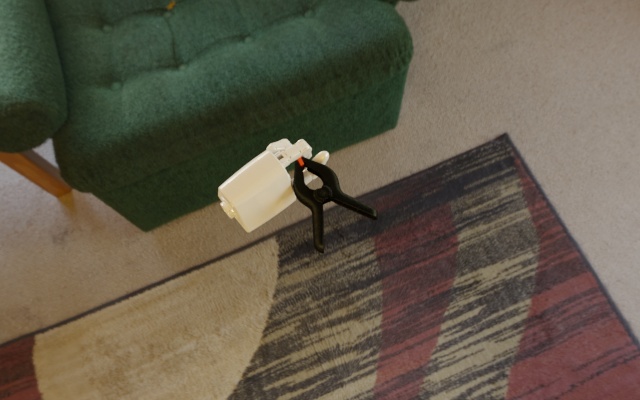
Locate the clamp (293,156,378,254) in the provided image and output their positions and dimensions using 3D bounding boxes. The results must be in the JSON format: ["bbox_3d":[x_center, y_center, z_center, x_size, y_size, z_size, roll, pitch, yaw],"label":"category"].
[{"bbox_3d":[0.000,0.002,0.809,0.120,0.171,0.039,-38,-18,-18],"label":"clamp"}]
